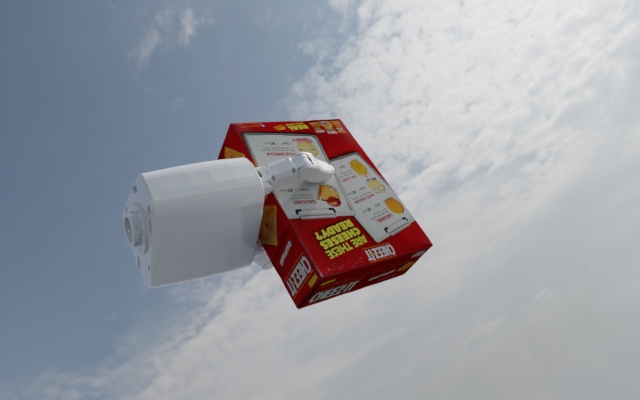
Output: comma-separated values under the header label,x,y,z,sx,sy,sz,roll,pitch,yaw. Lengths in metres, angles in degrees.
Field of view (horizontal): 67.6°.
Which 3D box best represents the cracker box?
label,x,y,z,sx,sy,sz,roll,pitch,yaw
cracker box,0.000,0.002,0.552,0.164,0.213,0.072,-10,-35,-37
